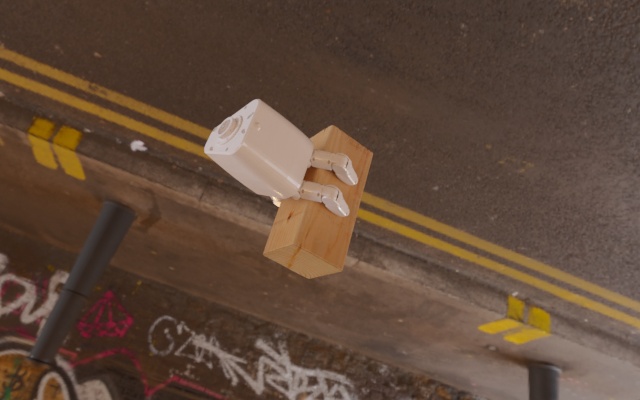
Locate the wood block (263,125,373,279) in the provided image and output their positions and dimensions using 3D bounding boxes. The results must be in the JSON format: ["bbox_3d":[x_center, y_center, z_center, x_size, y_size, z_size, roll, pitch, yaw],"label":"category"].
[{"bbox_3d":[0.000,0.002,0.730,0.090,0.206,0.091,31,-31,-25],"label":"wood block"}]
